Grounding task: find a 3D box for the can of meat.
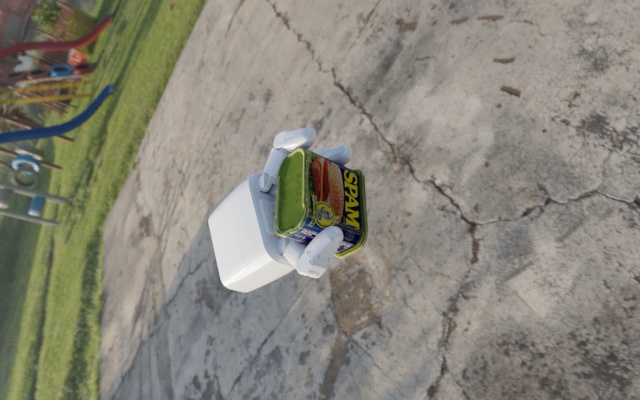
[{"bbox_3d":[0.000,0.002,0.513,0.084,0.102,0.057,21,-35,-34],"label":"can of meat"}]
